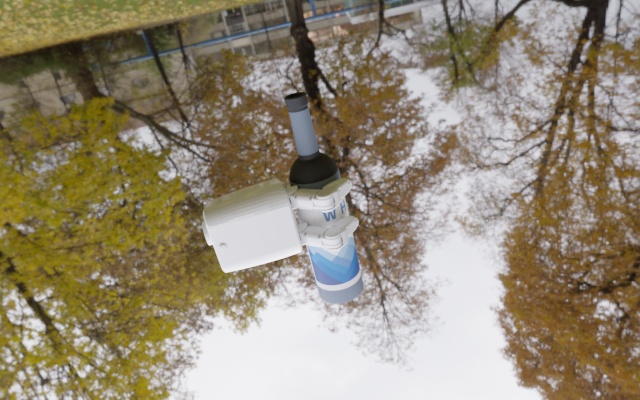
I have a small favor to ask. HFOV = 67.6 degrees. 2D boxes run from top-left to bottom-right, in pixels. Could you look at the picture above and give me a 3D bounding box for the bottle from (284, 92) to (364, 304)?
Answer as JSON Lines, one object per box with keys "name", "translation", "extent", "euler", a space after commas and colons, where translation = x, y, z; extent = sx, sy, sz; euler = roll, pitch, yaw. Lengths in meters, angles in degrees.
{"name": "bottle", "translation": [0.000, 0.002, 0.638], "extent": [0.069, 0.296, 0.069], "euler": [-11, 26, 5]}
